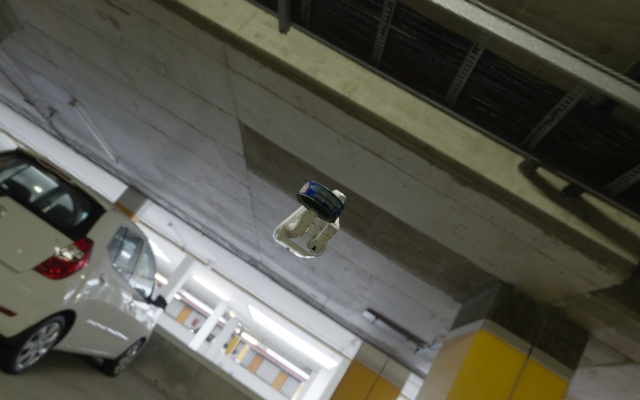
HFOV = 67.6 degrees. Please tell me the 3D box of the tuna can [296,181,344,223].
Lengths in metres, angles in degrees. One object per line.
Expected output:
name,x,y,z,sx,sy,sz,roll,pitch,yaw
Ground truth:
tuna can,0.000,0.002,0.863,0.086,0.033,0.086,33,-15,10
